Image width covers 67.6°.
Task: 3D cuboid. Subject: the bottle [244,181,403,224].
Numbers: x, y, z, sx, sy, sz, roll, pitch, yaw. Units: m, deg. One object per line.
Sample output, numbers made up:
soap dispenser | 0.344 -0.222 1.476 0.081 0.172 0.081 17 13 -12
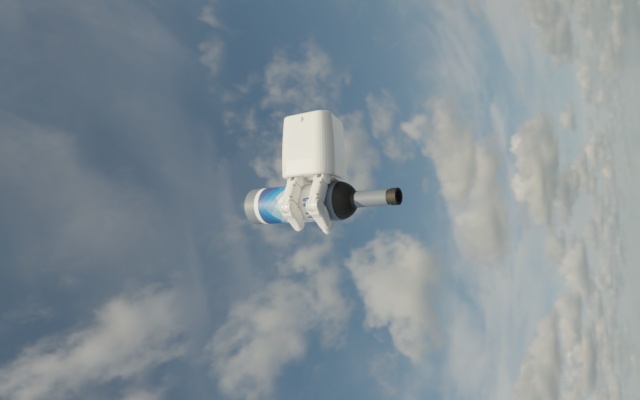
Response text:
bottle | 0.000 0.003 0.820 0.296 0.069 0.069 -4 -3 34
